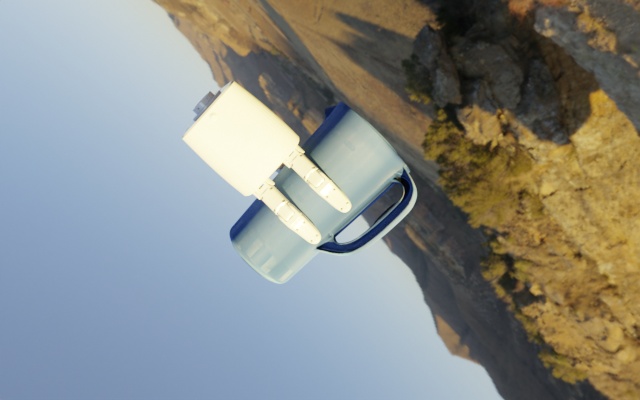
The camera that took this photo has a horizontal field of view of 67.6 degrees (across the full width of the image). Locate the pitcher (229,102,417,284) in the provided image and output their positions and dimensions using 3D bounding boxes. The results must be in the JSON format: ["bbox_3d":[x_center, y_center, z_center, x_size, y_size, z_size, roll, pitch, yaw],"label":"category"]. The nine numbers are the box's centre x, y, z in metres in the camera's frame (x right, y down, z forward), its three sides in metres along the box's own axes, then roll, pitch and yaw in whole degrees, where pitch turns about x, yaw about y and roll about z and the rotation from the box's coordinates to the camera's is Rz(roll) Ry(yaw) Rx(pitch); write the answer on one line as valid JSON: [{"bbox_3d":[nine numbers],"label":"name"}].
[{"bbox_3d":[0.000,0.002,0.646,0.145,0.243,0.149,42,6,-21],"label":"pitcher"}]
